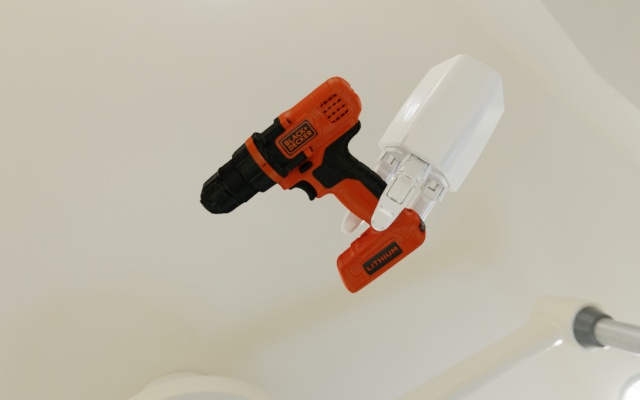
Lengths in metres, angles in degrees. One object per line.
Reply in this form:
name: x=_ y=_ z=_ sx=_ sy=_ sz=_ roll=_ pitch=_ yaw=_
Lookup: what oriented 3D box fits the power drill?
power drill: x=0.001 y=0.002 z=0.476 sx=0.184 sy=0.188 sz=0.057 roll=-37 pitch=17 yaw=11
